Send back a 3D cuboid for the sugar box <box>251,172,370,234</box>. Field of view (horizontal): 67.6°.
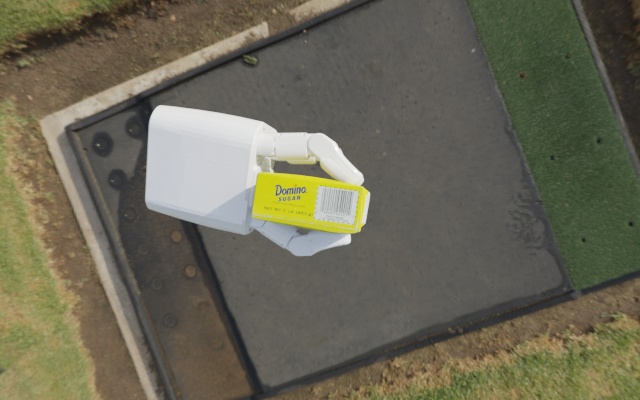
[{"bbox_3d":[0.000,0.001,0.477,0.093,0.048,0.176,9,3,6],"label":"sugar box"}]
